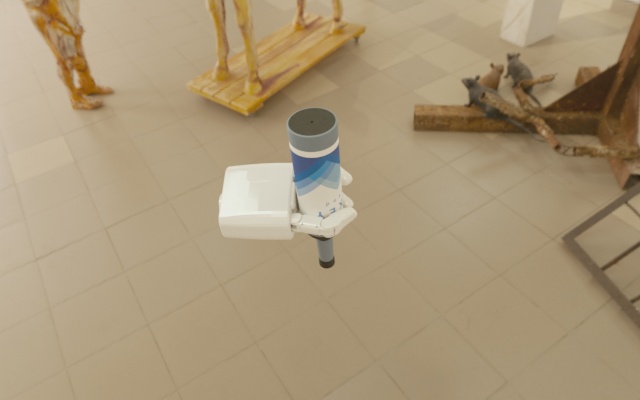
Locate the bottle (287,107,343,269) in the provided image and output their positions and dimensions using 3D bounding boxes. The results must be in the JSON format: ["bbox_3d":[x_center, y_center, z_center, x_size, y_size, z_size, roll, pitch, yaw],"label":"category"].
[{"bbox_3d":[0.000,0.002,0.721,0.069,0.296,0.069,-3,44,3],"label":"bottle"}]
